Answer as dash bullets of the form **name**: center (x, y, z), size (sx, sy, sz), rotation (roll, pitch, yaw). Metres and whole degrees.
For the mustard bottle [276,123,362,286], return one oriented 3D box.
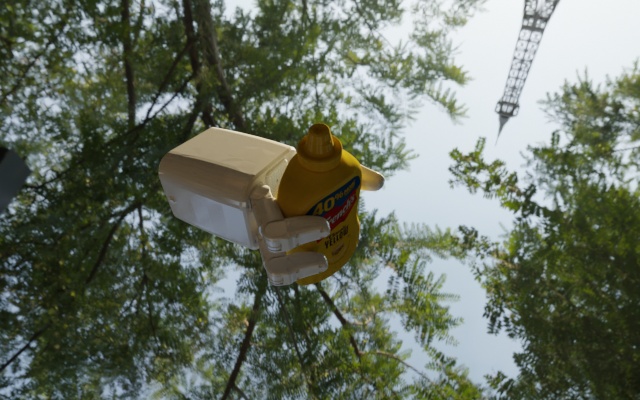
- **mustard bottle**: center (0.000, 0.002, 0.482), size (0.096, 0.192, 0.058), rotation (-33, 55, -25)
